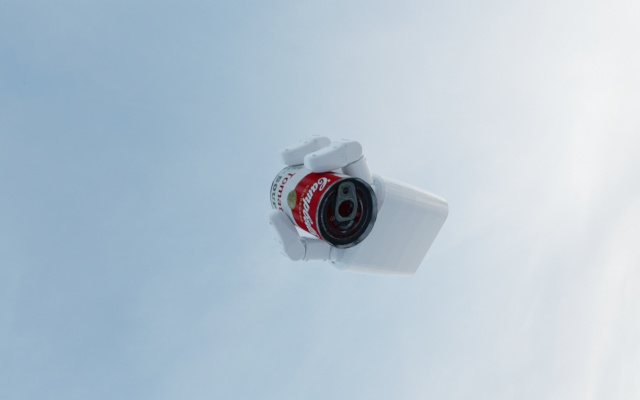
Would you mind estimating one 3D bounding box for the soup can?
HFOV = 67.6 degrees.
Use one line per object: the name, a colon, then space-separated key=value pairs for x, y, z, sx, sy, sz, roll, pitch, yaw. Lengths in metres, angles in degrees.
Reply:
soup can: x=-0.001 y=0.002 z=0.480 sx=0.068 sy=0.068 sz=0.102 roll=0 pitch=12 yaw=-32
